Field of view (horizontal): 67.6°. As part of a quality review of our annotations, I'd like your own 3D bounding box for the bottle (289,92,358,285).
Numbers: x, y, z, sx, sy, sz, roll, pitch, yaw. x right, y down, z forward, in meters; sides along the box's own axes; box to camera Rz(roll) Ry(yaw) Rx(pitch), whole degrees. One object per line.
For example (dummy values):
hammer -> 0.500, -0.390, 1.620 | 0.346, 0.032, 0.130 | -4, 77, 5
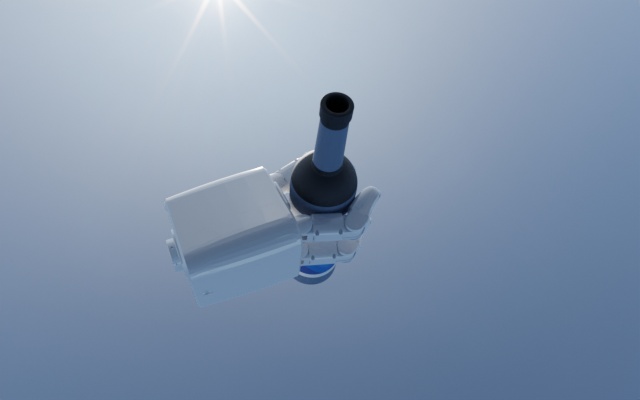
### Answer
bottle -> 0.000, 0.002, 0.500 | 0.069, 0.069, 0.296 | 0, -32, -6
